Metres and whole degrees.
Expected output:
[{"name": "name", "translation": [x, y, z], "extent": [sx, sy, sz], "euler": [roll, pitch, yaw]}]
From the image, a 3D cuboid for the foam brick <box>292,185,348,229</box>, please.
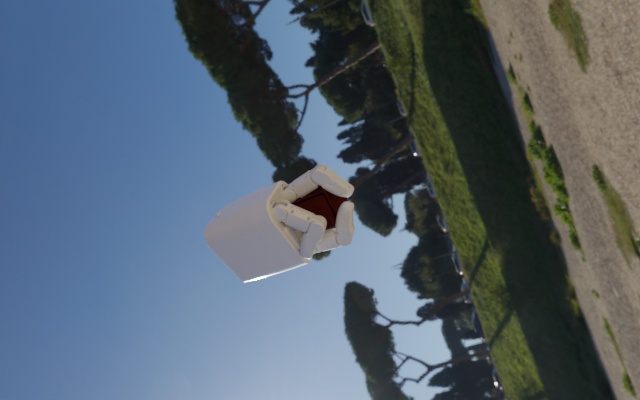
[{"name": "foam brick", "translation": [0.000, 0.002, 0.668], "extent": [0.051, 0.053, 0.078], "euler": [-22, 19, 20]}]
